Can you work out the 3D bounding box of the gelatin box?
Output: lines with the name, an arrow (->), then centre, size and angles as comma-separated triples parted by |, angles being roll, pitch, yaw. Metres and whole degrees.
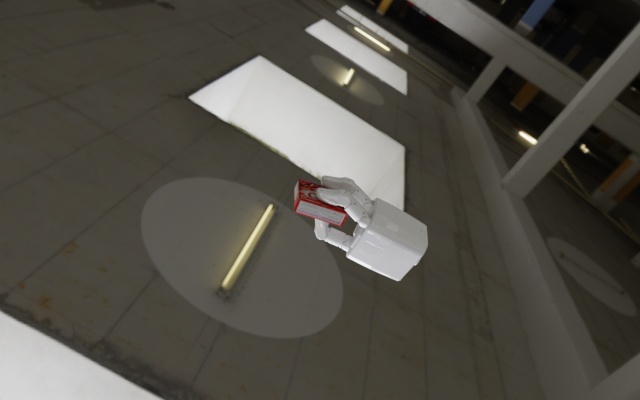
gelatin box -> 0.000, 0.003, 0.815 | 0.089, 0.030, 0.073 | 17, 28, -13
